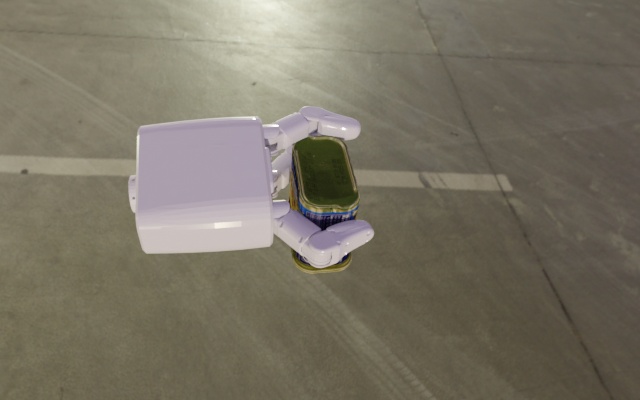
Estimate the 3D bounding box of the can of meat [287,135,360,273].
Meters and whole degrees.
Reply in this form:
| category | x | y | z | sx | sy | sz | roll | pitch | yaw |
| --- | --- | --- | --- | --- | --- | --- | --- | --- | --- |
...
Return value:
| category | x | y | z | sx | sy | sz | roll | pitch | yaw |
| --- | --- | --- | --- | --- | --- | --- | --- | --- | --- |
| can of meat | 0.000 | 0.001 | 0.445 | 0.057 | 0.102 | 0.084 | -3 | -44 | -9 |
